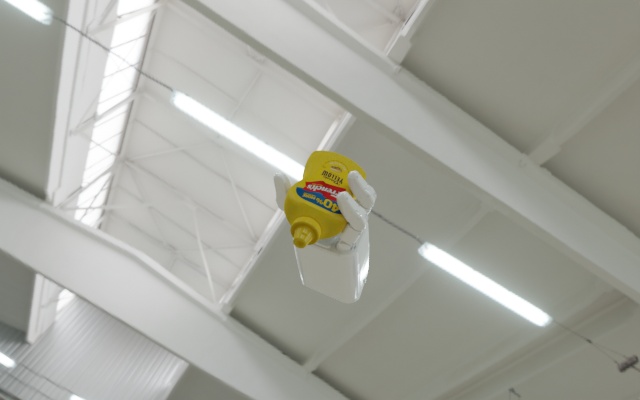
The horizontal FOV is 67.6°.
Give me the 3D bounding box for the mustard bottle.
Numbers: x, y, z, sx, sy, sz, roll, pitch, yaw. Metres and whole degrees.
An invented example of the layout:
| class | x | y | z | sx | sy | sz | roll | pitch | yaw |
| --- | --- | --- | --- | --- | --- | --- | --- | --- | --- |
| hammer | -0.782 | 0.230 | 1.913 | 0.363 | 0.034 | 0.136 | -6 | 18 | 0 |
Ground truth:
| class | x | y | z | sx | sy | sz | roll | pitch | yaw |
| --- | --- | --- | --- | --- | --- | --- | --- | --- | --- |
| mustard bottle | 0.000 | 0.002 | 0.694 | 0.096 | 0.058 | 0.191 | 26 | 40 | 1 |
